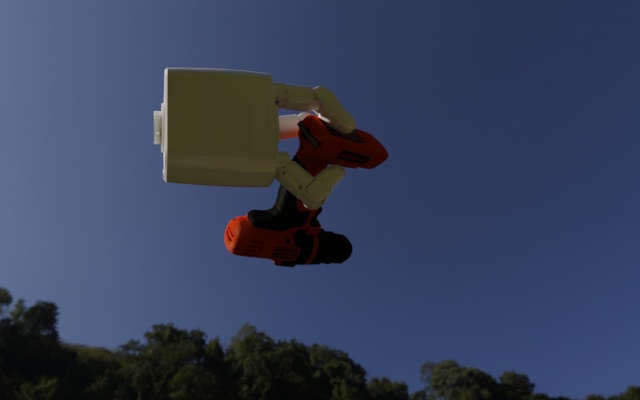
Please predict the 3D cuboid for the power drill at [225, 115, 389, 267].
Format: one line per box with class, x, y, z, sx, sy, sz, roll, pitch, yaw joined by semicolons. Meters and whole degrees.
power drill;0.000;0.001;0.570;0.184;0.188;0.057;10;30;-39
